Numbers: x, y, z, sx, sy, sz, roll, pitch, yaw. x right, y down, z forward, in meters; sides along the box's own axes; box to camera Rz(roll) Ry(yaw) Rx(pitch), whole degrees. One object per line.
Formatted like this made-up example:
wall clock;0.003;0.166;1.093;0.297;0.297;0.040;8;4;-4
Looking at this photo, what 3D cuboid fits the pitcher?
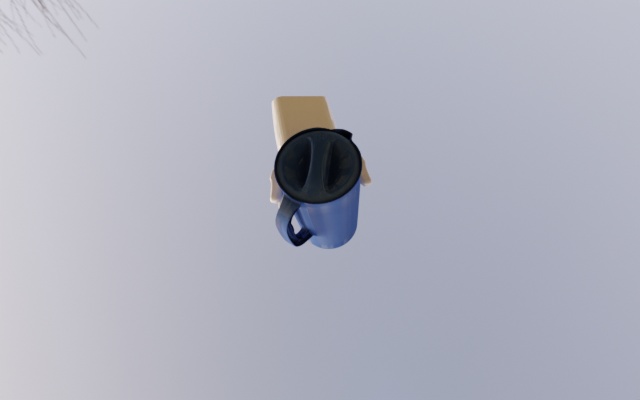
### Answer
pitcher;0.000;0.002;0.812;0.149;0.145;0.243;-13;-26;-1
